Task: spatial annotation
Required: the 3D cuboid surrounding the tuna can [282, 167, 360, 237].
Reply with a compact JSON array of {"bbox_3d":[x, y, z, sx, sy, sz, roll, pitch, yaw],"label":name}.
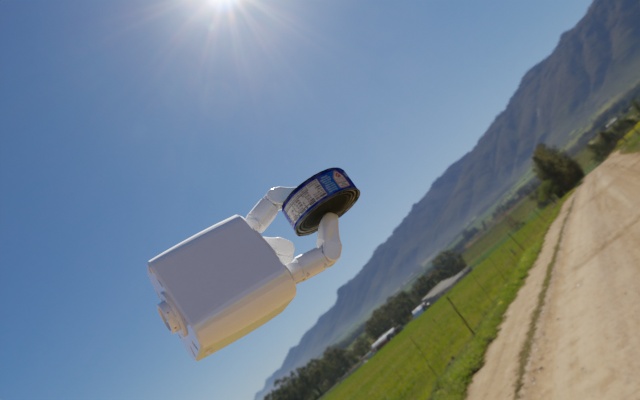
[{"bbox_3d":[0.000,0.001,0.534,0.086,0.033,0.086,-31,-18,-11],"label":"tuna can"}]
